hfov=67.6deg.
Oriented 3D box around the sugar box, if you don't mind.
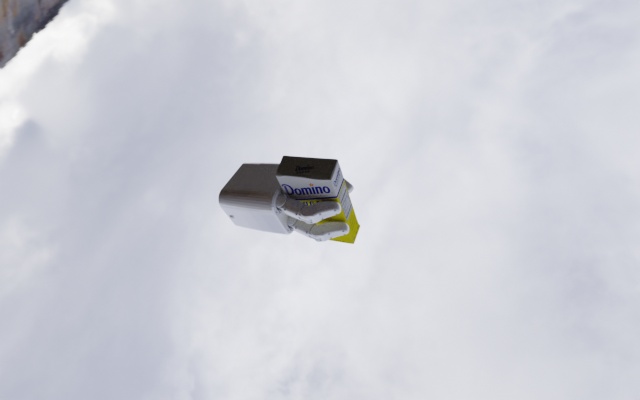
[{"bbox_3d":[0.000,0.003,0.765,0.093,0.048,0.176,6,-32,23],"label":"sugar box"}]
